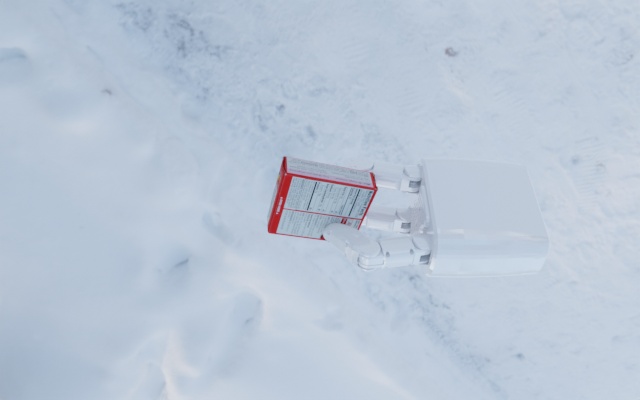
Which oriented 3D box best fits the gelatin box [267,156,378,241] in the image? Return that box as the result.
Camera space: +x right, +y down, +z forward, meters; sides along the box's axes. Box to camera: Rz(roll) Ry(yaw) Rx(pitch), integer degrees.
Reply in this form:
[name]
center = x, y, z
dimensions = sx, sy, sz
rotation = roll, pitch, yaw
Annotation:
[gelatin box]
center = 0.000, 0.002, 0.449
dimensions = 0.089, 0.073, 0.030
rotation = 8, 39, -14
